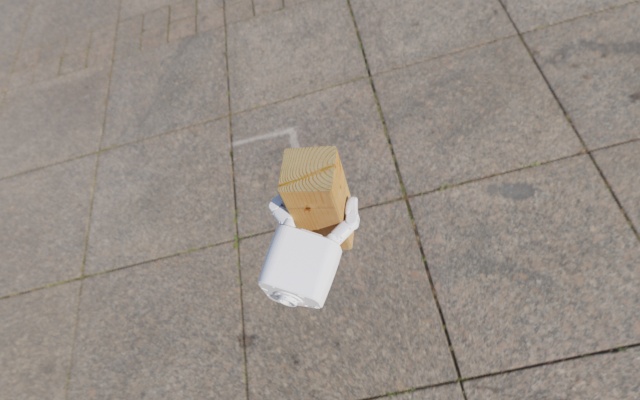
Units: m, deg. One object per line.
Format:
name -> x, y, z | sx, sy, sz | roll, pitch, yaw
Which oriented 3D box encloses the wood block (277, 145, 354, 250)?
wood block -> 0.000, 0.003, 0.848 | 0.091, 0.090, 0.206 | -1, -32, 13
